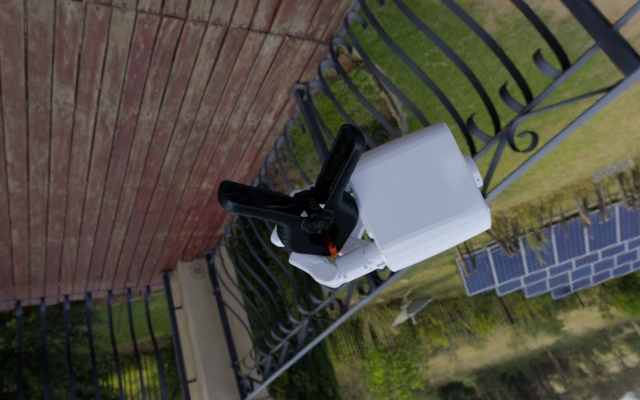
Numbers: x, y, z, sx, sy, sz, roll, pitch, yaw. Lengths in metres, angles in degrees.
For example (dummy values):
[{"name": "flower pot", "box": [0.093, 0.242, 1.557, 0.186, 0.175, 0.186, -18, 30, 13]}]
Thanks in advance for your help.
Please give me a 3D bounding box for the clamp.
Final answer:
[{"name": "clamp", "box": [0.000, 0.002, 0.420, 0.120, 0.039, 0.171, -24, -28, 10]}]
